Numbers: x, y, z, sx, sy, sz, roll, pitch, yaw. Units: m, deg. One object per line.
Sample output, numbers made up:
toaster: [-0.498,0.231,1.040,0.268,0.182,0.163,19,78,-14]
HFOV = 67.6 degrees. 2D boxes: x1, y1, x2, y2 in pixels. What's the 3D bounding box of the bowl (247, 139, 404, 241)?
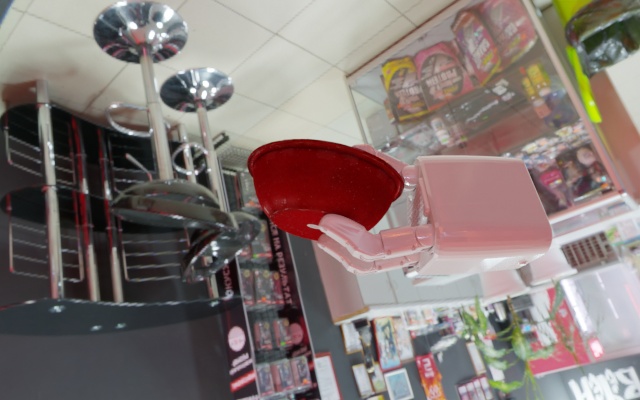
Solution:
bowl: [-0.001,0.002,0.480,0.162,0.055,0.162,9,-22,4]
